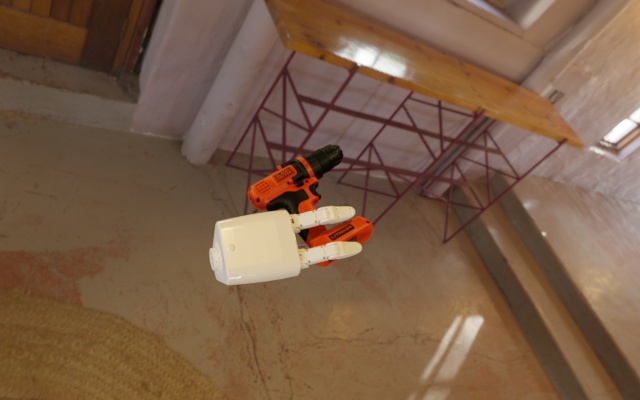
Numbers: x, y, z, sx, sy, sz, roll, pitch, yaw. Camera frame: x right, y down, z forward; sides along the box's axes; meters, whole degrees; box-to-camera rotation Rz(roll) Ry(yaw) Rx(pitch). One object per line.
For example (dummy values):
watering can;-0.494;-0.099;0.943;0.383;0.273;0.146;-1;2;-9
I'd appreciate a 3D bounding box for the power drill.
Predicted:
power drill;0.000;0.003;0.783;0.184;0.187;0.057;-32;-30;-16
